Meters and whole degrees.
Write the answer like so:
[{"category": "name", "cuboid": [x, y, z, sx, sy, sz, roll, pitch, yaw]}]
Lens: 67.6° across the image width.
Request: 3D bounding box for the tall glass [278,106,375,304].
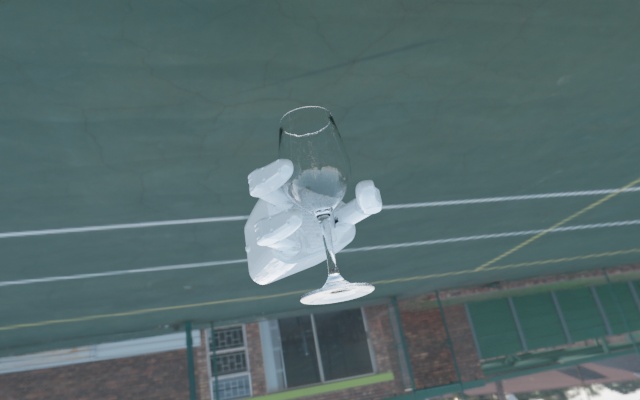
[{"category": "tall glass", "cuboid": [0.000, 0.002, 0.502, 0.079, 0.201, 0.079, -9, -22, -4]}]
